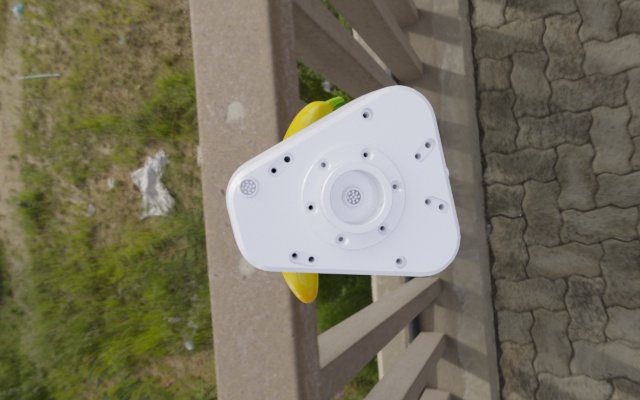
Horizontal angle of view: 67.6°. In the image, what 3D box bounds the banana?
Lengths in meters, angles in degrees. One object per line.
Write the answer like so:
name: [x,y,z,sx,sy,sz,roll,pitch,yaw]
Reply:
banana: [-0.014,-0.005,0.428,0.069,0.198,0.037,10,-1,-39]
